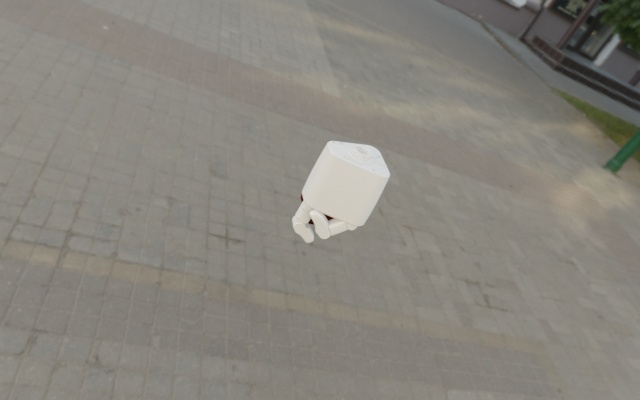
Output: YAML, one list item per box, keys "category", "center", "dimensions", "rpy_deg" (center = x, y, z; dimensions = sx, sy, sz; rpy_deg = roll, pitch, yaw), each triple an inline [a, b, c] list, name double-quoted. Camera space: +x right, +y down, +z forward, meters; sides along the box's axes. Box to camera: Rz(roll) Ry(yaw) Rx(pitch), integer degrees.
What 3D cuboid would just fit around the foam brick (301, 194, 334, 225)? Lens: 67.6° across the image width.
- category: "foam brick"
  center: [0.000, 0.003, 0.867]
  dimensions: [0.053, 0.051, 0.078]
  rpy_deg: [12, 34, -20]
